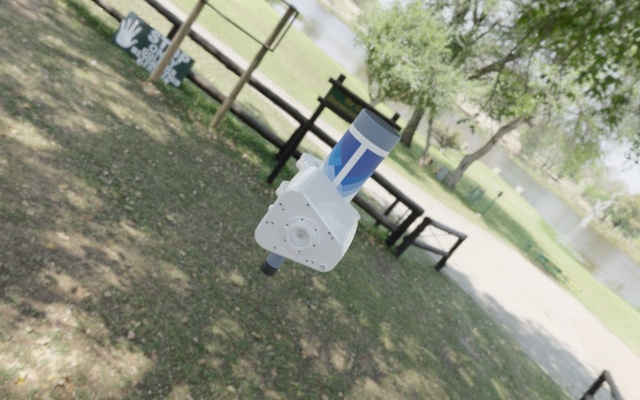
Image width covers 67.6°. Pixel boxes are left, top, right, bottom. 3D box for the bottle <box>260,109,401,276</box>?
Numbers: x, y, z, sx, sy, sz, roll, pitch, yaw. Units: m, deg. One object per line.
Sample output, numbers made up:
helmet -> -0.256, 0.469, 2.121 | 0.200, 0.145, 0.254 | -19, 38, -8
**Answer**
bottle -> 0.000, 0.002, 0.709 | 0.069, 0.296, 0.069 | 33, 21, -14
